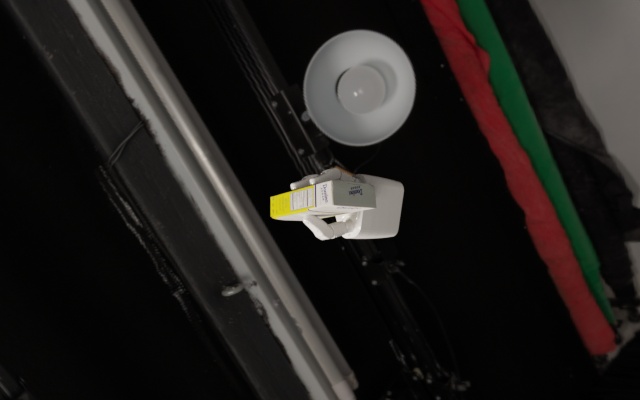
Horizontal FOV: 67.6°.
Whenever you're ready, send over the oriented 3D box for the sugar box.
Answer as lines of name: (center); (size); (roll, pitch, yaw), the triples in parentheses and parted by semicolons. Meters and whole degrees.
sugar box: (0.000, 0.002, 0.803); (0.093, 0.048, 0.176); (5, -13, -38)
